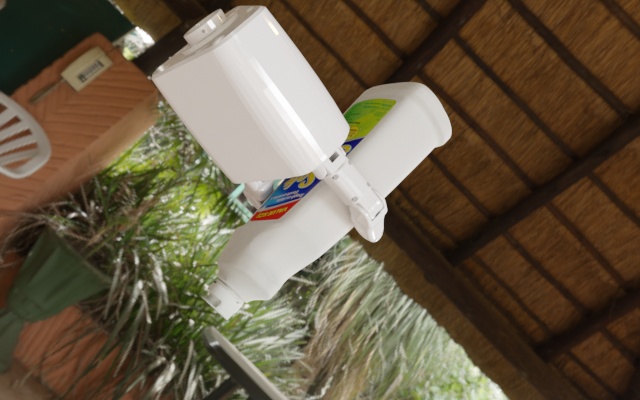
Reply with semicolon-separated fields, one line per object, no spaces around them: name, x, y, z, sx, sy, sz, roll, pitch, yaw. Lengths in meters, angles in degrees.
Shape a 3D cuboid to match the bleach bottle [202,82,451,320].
bleach bottle;0.000;0.001;0.417;0.250;0.068;0.102;-47;28;-17
